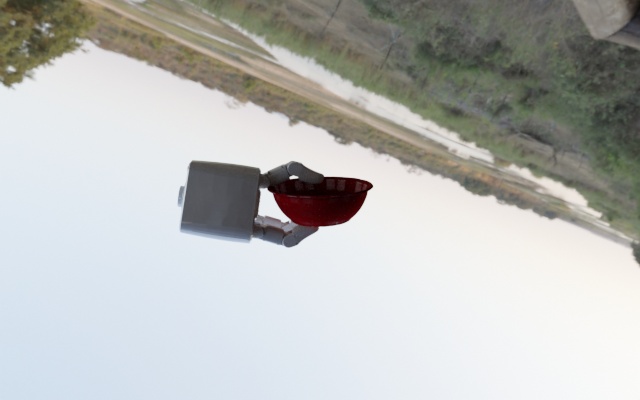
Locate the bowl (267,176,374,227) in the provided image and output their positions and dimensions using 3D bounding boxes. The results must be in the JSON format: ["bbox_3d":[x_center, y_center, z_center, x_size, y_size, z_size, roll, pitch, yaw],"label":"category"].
[{"bbox_3d":[0.001,0.003,0.730,0.162,0.055,0.162,-2,13,0],"label":"bowl"}]
